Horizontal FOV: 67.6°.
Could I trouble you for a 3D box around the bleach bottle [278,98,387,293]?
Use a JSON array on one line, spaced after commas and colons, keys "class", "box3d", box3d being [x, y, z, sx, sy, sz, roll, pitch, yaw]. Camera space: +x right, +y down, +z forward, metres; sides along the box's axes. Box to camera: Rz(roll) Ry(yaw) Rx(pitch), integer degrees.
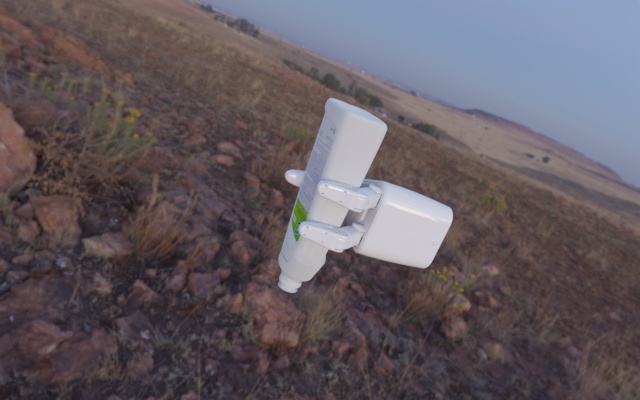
[{"class": "bleach bottle", "box3d": [0.000, 0.002, 0.616, 0.068, 0.251, 0.102, 17, 17, -19]}]
